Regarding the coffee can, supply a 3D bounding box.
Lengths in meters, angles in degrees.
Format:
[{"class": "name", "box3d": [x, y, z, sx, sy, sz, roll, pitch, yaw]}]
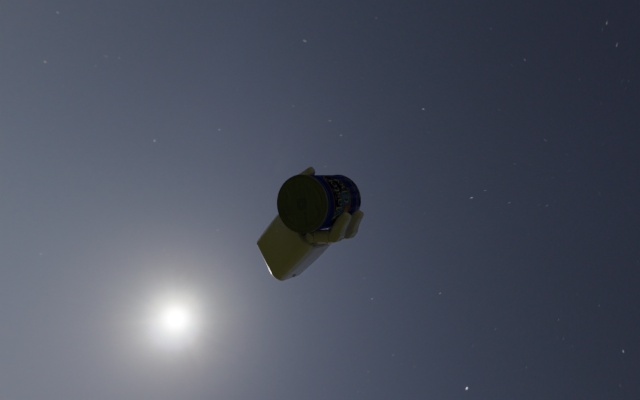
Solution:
[{"class": "coffee can", "box3d": [0.000, 0.003, 0.888, 0.103, 0.103, 0.140, 0, 3, 29]}]
